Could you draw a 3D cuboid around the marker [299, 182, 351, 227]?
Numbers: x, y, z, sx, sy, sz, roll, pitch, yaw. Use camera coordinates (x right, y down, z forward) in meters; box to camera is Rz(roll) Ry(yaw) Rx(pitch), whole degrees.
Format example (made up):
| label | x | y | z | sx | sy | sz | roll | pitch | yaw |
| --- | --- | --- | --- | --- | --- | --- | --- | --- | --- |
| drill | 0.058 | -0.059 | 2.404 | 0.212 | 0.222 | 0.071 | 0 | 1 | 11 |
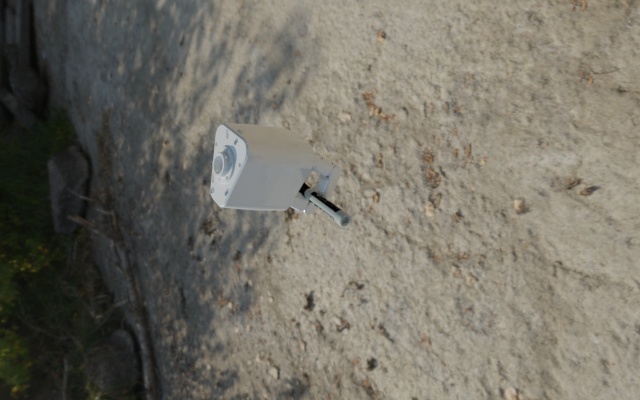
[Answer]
| label | x | y | z | sx | sy | sz | roll | pitch | yaw |
| --- | --- | --- | --- | --- | --- | --- | --- | --- | --- |
| marker | 0.000 | 0.002 | 0.697 | 0.020 | 0.020 | 0.121 | 0 | 25 | -39 |
